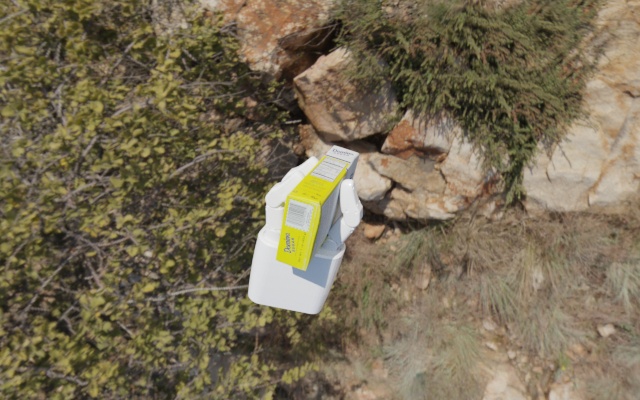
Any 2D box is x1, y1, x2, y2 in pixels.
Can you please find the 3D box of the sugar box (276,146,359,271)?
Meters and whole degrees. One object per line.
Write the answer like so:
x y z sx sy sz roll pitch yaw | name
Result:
0.000 0.002 0.610 0.048 0.093 0.176 18 28 9 | sugar box
